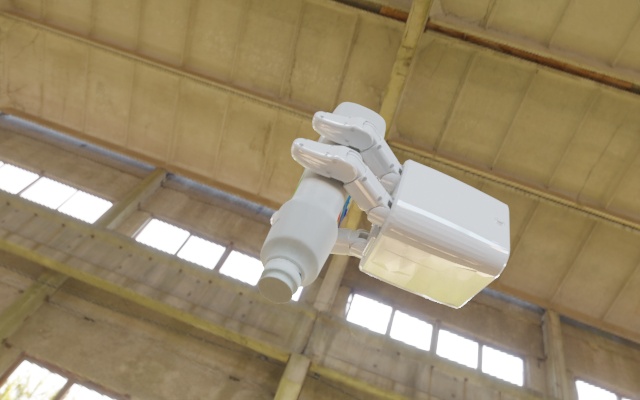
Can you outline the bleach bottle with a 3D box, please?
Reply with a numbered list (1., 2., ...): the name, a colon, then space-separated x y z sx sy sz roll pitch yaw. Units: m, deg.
1. bleach bottle: 0.000 0.001 0.456 0.068 0.103 0.250 24 40 2
